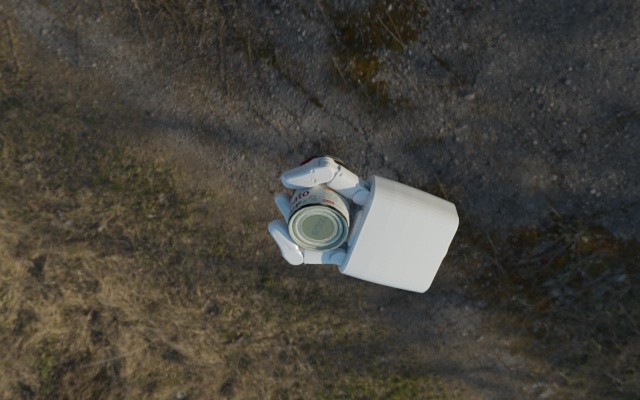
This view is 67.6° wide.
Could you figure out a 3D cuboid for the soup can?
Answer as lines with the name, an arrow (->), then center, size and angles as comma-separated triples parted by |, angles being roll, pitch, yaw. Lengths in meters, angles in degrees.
soup can -> 0.000, 0.002, 0.551 | 0.068, 0.069, 0.102 | 0, 36, 4
